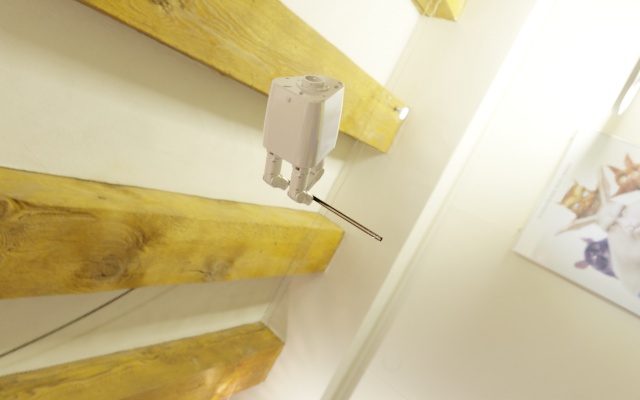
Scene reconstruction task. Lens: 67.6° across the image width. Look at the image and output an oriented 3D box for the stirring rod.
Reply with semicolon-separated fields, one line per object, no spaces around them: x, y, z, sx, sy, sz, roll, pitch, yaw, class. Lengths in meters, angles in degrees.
0.000;0.002;0.768;0.239;0.011;0.011;32;16;28;stirring rod
